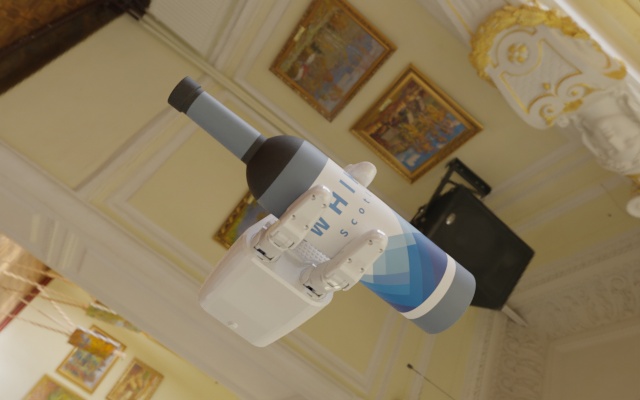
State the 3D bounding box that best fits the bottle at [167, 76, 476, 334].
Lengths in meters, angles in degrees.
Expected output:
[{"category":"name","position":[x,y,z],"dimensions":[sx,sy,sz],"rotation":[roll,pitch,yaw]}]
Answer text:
[{"category":"bottle","position":[0.000,0.001,0.404],"dimensions":[0.296,0.069,0.069],"rotation":[38,-7,-9]}]
